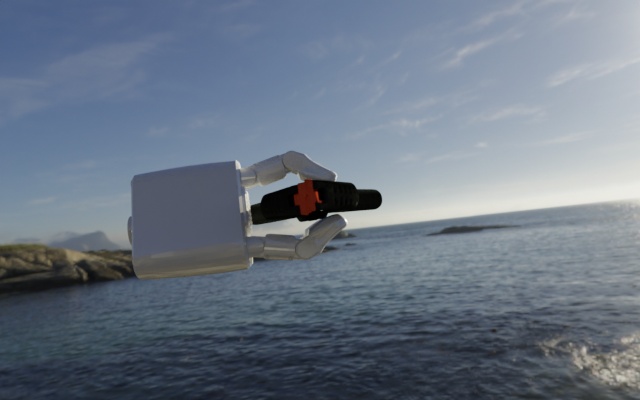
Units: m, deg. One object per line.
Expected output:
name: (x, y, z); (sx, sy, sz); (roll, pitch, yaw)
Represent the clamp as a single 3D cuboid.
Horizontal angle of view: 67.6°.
clamp: (0.000, 0.001, 0.492); (0.164, 0.036, 0.210); (-8, -4, -6)
